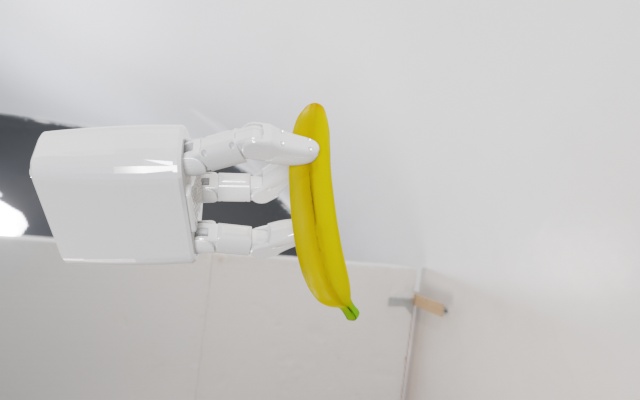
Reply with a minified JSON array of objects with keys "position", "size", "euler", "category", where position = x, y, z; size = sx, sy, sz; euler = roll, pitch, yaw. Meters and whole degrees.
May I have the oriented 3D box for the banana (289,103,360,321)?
[{"position":[-0.003,0.001,0.396],"size":[0.037,0.197,0.070],"euler":[-10,-13,10],"category":"banana"}]
